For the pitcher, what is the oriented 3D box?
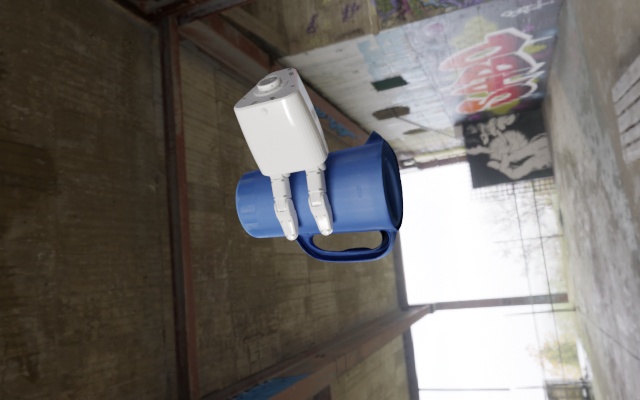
[{"bbox_3d":[0.000,0.002,0.725,0.243,0.145,0.149,-8,37,21],"label":"pitcher"}]
